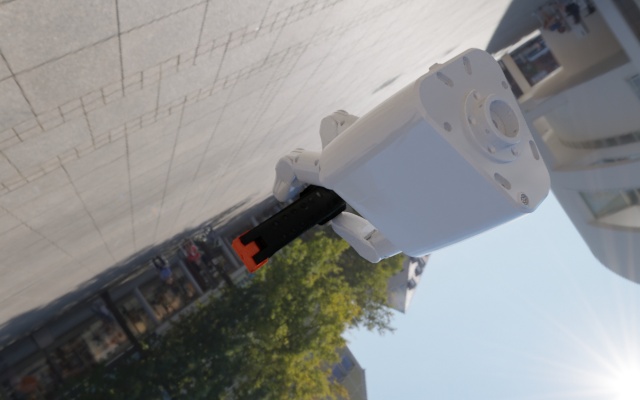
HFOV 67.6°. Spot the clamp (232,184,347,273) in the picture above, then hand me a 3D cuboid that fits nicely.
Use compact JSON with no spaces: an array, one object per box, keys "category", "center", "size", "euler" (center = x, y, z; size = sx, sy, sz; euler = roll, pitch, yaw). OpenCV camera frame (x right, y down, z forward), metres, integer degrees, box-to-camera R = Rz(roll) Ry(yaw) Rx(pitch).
[{"category":"clamp","center":[0.000,0.002,0.439],"size":[0.210,0.036,0.164],"euler":[-35,0,-35]}]
